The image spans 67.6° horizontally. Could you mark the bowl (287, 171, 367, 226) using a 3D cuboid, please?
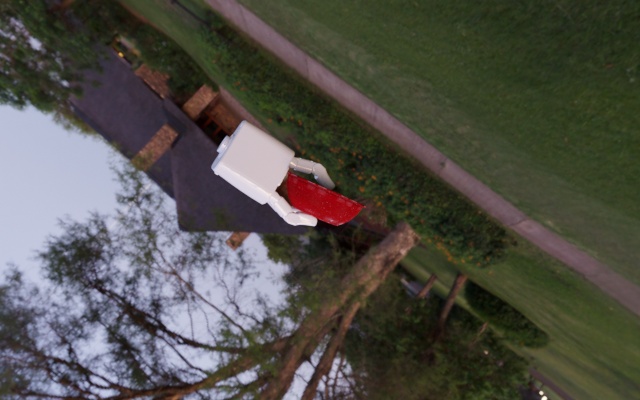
[{"bbox_3d":[0.001,0.004,0.867,0.162,0.055,0.162,23,1,0],"label":"bowl"}]
